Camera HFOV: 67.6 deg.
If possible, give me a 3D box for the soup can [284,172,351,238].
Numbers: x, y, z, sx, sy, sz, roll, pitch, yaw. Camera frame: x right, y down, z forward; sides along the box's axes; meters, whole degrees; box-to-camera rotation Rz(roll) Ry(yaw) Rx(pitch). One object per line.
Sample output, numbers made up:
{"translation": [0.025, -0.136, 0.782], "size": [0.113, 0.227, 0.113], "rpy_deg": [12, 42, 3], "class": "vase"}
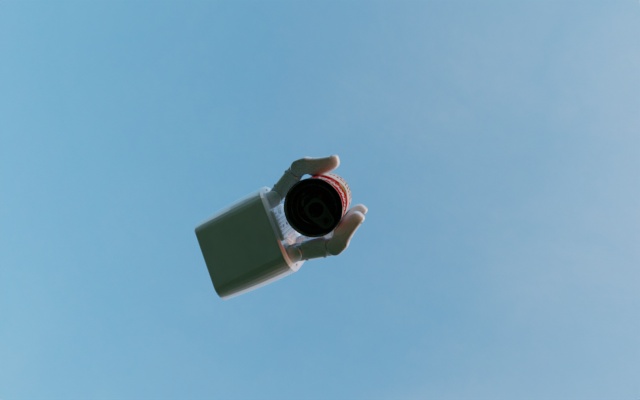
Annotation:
{"translation": [0.001, 0.002, 0.583], "size": [0.068, 0.068, 0.102], "rpy_deg": [0, 8, 10], "class": "soup can"}
